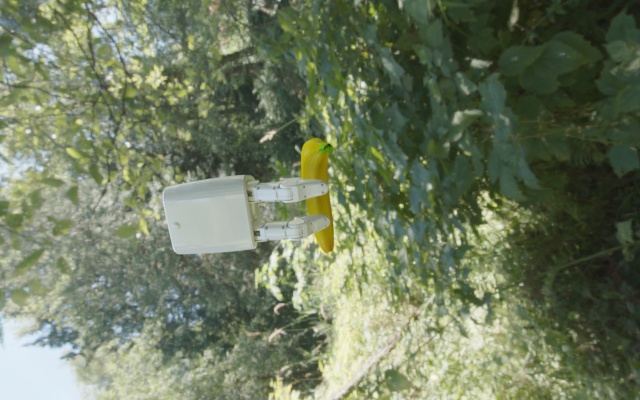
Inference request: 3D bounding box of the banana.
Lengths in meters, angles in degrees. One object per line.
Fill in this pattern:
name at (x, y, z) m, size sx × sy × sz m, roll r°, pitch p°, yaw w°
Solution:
banana at (-0.003, -0.013, 0.651) m, size 0.037 × 0.198 × 0.069 m, roll -9°, pitch 44°, yaw -5°
